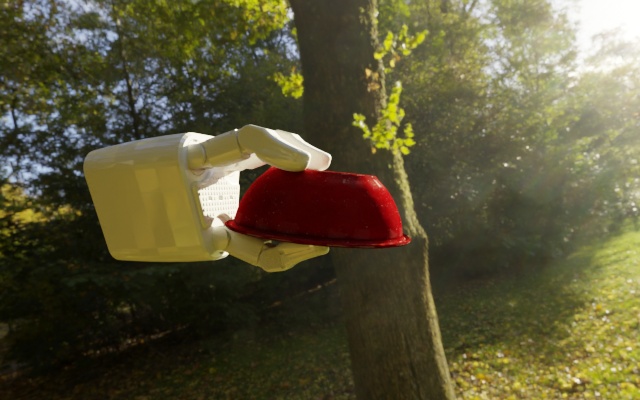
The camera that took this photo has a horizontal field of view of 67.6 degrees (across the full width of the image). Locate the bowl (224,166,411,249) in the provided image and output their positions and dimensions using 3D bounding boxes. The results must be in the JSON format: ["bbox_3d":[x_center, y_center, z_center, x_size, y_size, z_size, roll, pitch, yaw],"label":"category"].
[{"bbox_3d":[0.001,0.001,0.418,0.162,0.055,0.162,6,4,0],"label":"bowl"}]
